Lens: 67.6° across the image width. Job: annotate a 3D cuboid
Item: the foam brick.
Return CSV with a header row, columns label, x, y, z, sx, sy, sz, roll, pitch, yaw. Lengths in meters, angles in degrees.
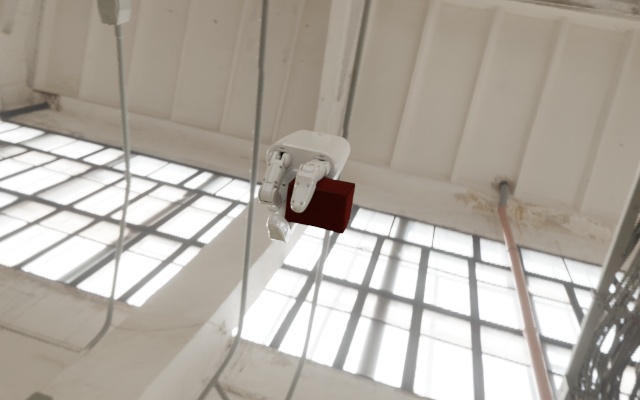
label,x,y,z,sx,sy,sz,roll,pitch,yaw
foam brick,0.000,0.002,0.603,0.078,0.053,0.051,12,22,12
